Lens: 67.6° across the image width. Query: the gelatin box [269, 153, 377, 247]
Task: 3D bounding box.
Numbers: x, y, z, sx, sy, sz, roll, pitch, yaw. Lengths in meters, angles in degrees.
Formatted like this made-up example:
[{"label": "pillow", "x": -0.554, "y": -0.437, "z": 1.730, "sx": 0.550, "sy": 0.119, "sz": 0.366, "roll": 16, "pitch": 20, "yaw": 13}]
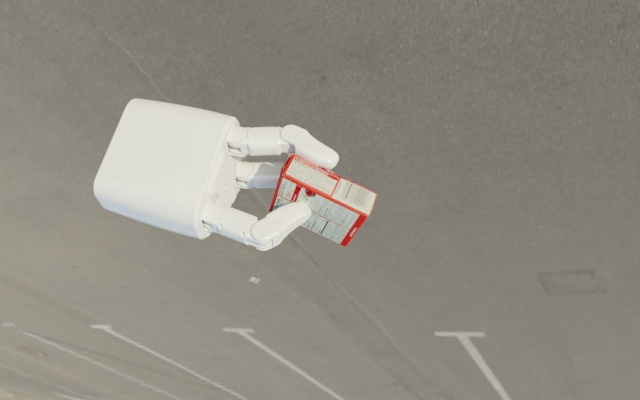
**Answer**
[{"label": "gelatin box", "x": 0.000, "y": 0.002, "z": 0.455, "sx": 0.089, "sy": 0.030, "sz": 0.073, "roll": 26, "pitch": -32, "yaw": 0}]
